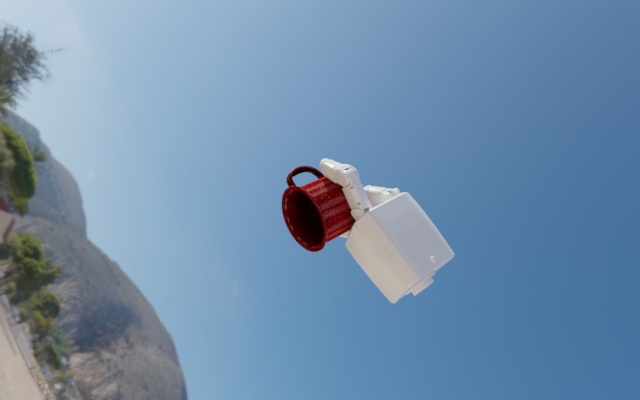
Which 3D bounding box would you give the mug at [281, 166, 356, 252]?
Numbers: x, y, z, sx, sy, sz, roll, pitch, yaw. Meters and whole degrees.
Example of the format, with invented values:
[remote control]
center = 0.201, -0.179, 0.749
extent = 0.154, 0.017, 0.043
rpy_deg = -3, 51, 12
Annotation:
[mug]
center = -0.001, 0.001, 0.652
extent = 0.081, 0.117, 0.093
rpy_deg = -25, -19, -34
